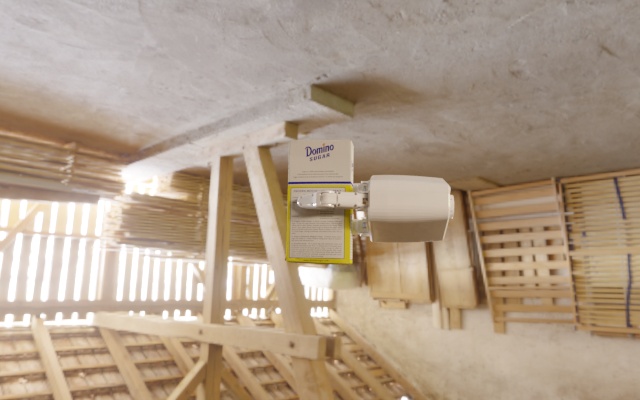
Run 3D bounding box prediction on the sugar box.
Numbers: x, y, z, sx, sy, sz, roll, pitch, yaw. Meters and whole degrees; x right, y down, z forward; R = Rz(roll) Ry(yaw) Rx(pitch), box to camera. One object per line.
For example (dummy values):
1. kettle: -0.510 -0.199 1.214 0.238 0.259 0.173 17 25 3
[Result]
1. sugar box: 0.000 0.002 0.687 0.093 0.176 0.048 1 -10 9
